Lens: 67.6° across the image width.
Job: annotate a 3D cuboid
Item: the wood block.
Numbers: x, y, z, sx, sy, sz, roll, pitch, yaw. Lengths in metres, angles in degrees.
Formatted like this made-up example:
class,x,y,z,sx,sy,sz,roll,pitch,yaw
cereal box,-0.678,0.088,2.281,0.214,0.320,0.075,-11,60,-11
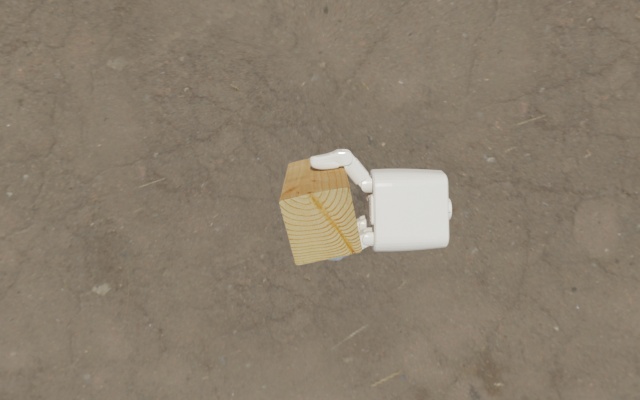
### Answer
class,x,y,z,sx,sy,sz,roll,pitch,yaw
wood block,0.000,0.002,0.687,0.090,0.091,0.206,-12,17,3
